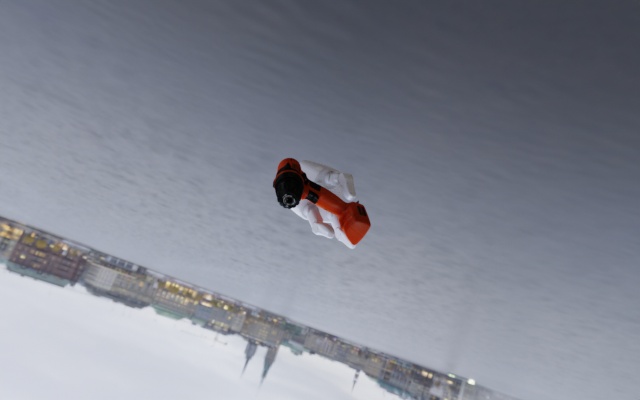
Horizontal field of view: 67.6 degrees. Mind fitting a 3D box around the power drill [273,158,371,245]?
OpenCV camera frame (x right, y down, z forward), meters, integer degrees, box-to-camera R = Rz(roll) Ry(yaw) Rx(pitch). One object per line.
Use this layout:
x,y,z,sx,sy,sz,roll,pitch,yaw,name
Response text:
0.000,0.003,0.856,0.188,0.057,0.184,34,17,-15,power drill
